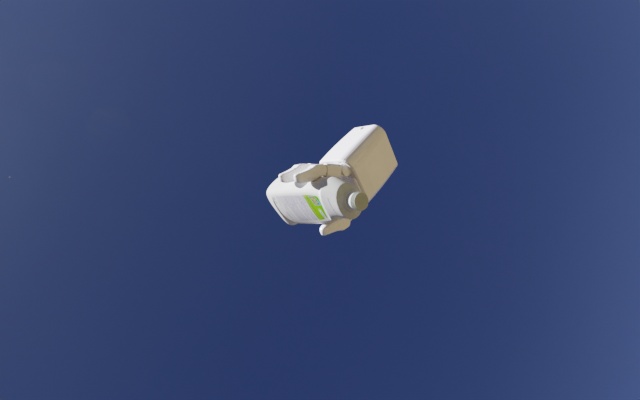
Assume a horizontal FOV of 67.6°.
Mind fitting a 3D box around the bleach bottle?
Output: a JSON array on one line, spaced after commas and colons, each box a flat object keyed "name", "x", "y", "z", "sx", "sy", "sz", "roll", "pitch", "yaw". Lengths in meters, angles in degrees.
[{"name": "bleach bottle", "x": 0.000, "y": 0.003, "z": 0.849, "sx": 0.068, "sy": 0.103, "sz": 0.251, "roll": -47, "pitch": 25, "yaw": -22}]
